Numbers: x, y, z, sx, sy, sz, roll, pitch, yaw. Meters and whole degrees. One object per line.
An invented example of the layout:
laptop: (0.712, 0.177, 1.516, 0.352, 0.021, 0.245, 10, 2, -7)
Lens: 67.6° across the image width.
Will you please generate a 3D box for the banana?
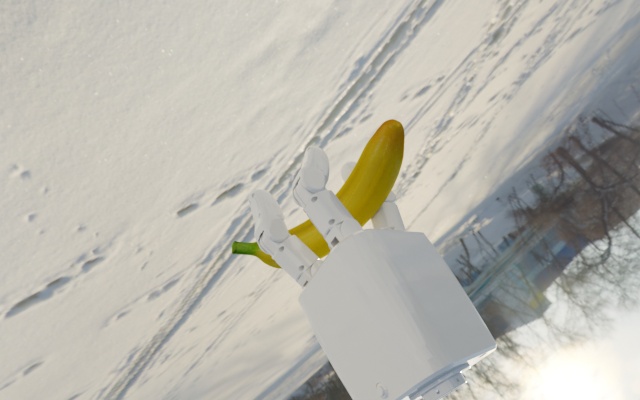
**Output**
banana: (0.010, 0.010, 0.421, 0.198, 0.037, 0.070, -39, -44, 23)
